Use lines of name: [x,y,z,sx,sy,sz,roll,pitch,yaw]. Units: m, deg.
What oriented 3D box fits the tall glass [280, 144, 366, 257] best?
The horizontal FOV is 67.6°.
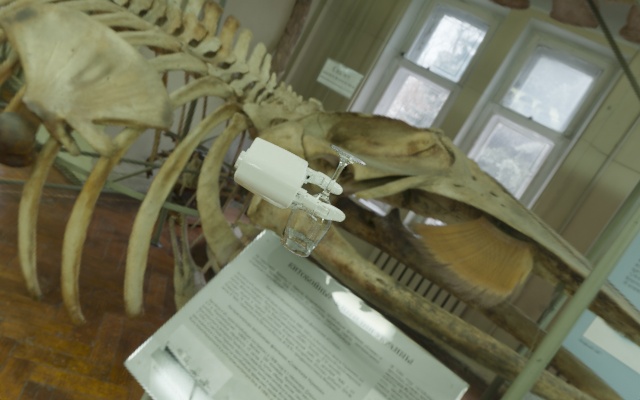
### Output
tall glass: [0.001,0.002,0.870,0.079,0.201,0.079,29,11,-6]
